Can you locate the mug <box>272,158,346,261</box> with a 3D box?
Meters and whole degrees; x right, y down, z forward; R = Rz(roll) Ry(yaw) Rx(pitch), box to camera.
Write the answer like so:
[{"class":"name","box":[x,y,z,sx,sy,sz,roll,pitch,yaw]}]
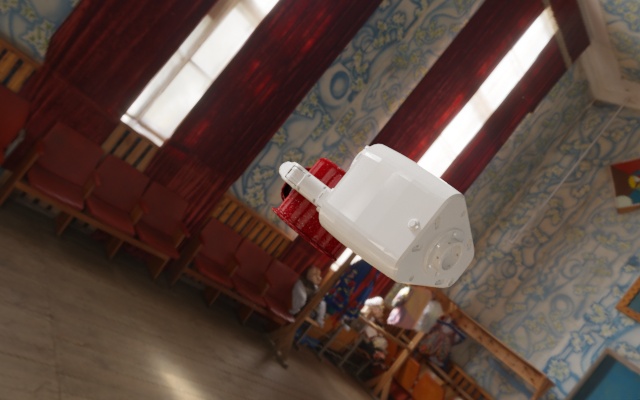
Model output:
[{"class":"mug","box":[-0.001,0.001,0.540,0.117,0.081,0.093,39,-1,43]}]
